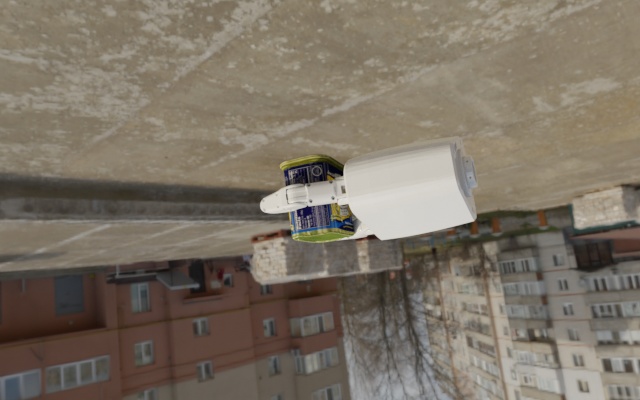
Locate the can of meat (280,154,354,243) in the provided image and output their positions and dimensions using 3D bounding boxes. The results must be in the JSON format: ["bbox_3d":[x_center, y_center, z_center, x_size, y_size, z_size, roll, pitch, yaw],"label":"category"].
[{"bbox_3d":[0.000,0.002,0.540,0.057,0.084,0.102,-11,-10,18],"label":"can of meat"}]
